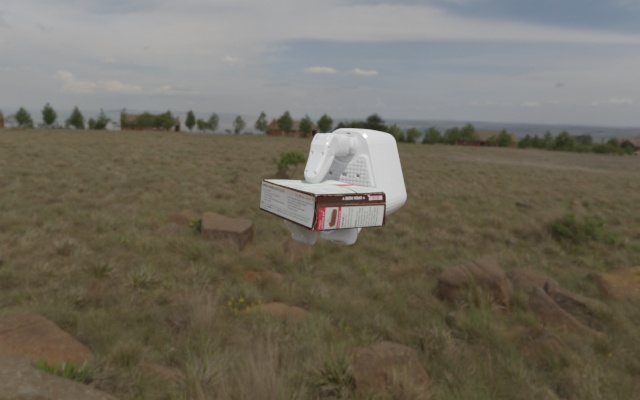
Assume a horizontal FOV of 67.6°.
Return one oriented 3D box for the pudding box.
[{"bbox_3d":[0.000,0.001,0.502,0.090,0.039,0.113,-3,10,-33],"label":"pudding box"}]
